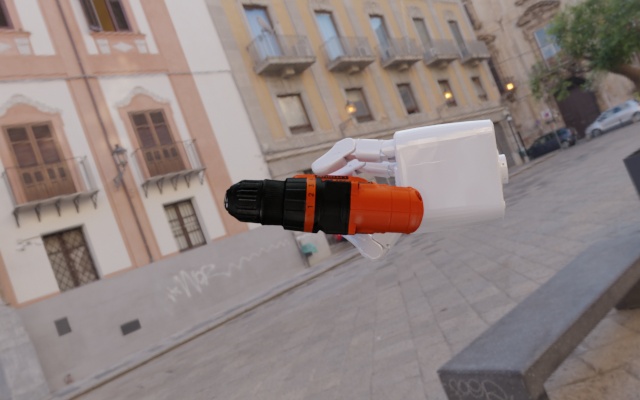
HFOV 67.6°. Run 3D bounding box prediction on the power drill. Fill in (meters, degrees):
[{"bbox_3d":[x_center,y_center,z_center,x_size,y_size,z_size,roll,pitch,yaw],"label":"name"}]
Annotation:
[{"bbox_3d":[0.000,0.002,0.512,0.184,0.057,0.187,5,5,-3],"label":"power drill"}]
